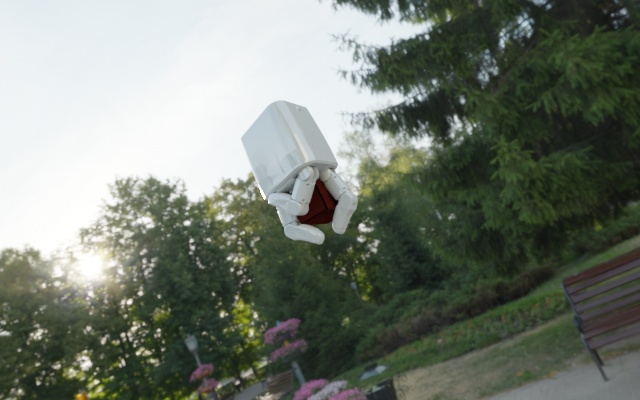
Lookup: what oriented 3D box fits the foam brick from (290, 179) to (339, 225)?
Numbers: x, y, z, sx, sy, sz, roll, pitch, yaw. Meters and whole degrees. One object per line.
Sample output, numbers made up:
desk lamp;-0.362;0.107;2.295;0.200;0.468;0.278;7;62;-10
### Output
foam brick;0.000;0.002;0.709;0.053;0.051;0.078;-34;-16;25
